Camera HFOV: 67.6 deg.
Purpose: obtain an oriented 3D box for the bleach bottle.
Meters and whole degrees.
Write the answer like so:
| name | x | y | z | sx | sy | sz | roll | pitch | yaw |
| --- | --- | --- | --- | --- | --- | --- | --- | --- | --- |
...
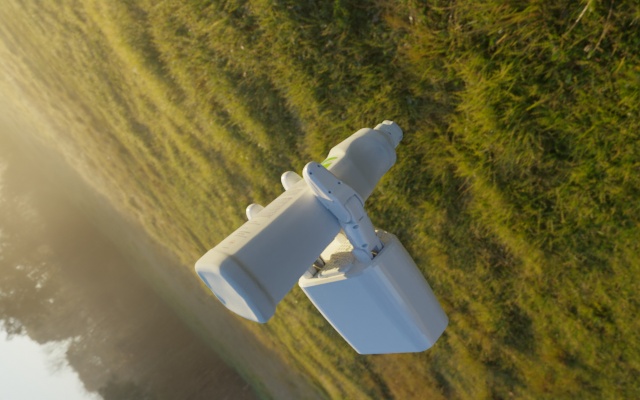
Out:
| name | x | y | z | sx | sy | sz | roll | pitch | yaw |
| --- | --- | --- | --- | --- | --- | --- | --- | --- | --- |
| bleach bottle | 0.000 | 0.002 | 0.460 | 0.250 | 0.068 | 0.102 | -43 | 17 | -25 |
